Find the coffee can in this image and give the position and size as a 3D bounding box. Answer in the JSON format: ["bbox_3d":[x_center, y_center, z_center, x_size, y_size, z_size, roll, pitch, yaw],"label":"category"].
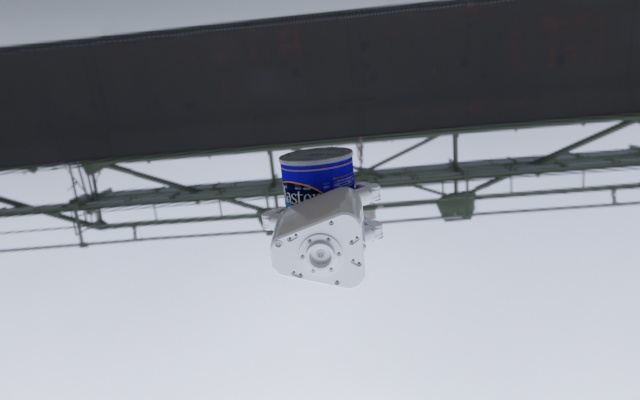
[{"bbox_3d":[0.000,0.002,0.675,0.103,0.140,0.102,-5,15,1],"label":"coffee can"}]
